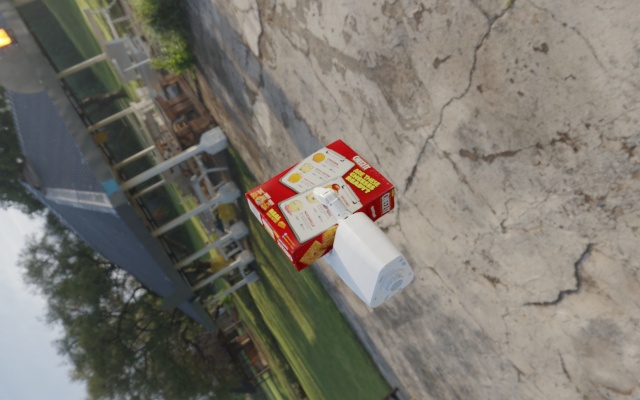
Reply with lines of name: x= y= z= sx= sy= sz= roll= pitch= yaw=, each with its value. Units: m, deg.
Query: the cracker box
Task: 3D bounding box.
cracker box: x=0.000 y=0.003 z=0.857 sx=0.213 sy=0.072 sz=0.164 roll=-32 pitch=53 yaw=-17
